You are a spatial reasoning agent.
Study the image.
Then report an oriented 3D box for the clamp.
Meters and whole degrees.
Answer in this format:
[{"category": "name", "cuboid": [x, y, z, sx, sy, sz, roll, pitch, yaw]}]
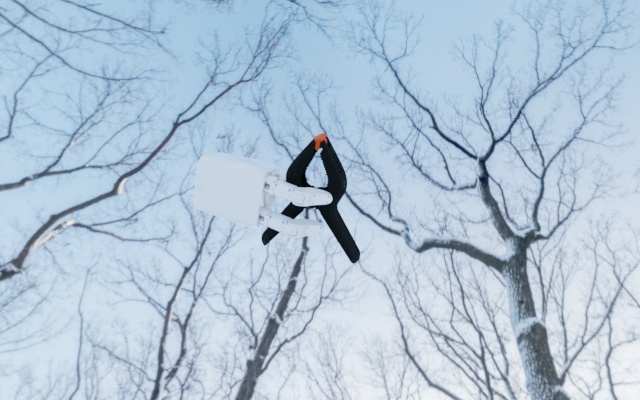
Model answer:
[{"category": "clamp", "cuboid": [0.000, 0.002, 0.741, 0.164, 0.210, 0.036, 16, 27, 5]}]
